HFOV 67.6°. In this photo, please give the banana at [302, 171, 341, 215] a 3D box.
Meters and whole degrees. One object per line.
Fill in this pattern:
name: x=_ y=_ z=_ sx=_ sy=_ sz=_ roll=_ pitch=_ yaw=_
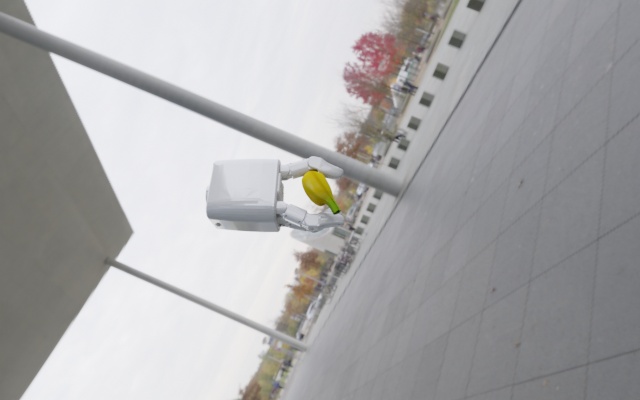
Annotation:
banana: x=-0.006 y=-0.015 z=0.762 sx=0.037 sy=0.069 sz=0.198 roll=-21 pitch=5 yaw=-3
